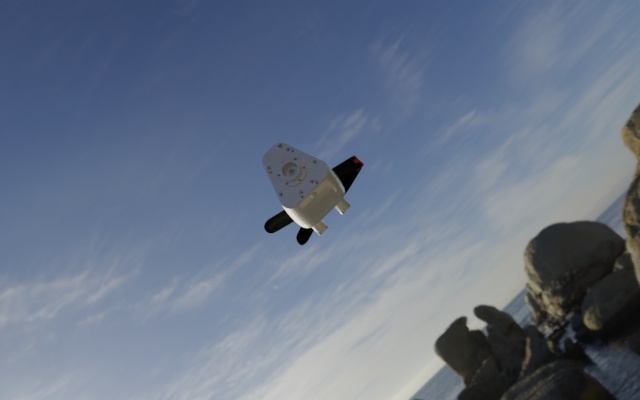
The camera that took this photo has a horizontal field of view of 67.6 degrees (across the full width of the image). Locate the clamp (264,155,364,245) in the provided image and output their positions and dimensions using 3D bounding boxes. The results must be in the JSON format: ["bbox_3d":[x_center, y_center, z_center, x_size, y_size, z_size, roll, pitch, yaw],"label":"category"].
[{"bbox_3d":[0.000,0.002,0.894,0.036,0.210,0.165,46,-2,22],"label":"clamp"}]
